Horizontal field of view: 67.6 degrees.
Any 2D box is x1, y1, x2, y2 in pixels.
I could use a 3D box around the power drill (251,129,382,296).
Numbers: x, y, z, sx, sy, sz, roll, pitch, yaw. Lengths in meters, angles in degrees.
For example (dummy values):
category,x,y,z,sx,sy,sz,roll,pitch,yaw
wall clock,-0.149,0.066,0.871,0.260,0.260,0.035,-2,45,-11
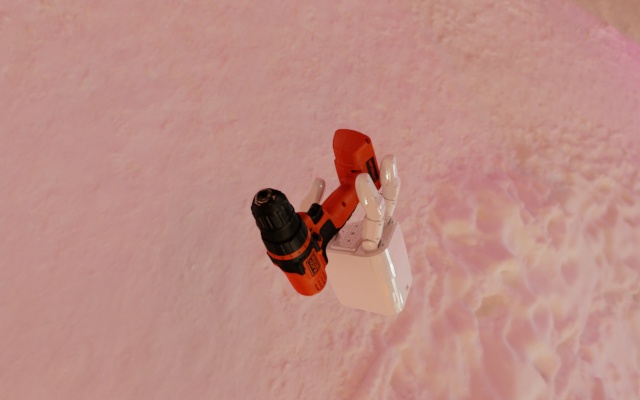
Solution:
category,x,y,z,sx,sy,sz,roll,pitch,yaw
power drill,0.000,0.002,0.577,0.057,0.187,0.185,21,-30,30
